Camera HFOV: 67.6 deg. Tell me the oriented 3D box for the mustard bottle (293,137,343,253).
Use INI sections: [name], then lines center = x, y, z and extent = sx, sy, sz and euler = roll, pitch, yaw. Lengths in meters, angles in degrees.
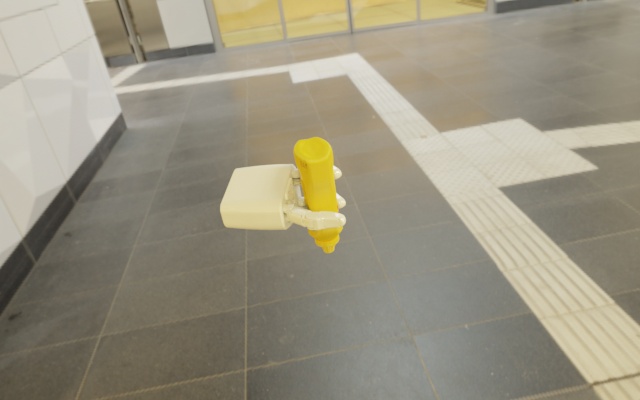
[mustard bottle]
center = 0.000, 0.002, 0.765
extent = 0.058, 0.192, 0.096
euler = -13, 29, -7
